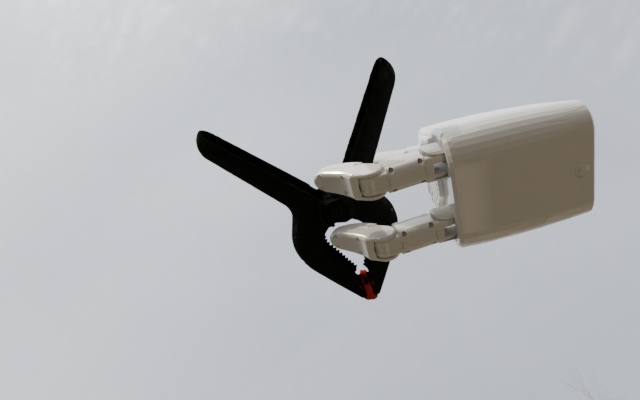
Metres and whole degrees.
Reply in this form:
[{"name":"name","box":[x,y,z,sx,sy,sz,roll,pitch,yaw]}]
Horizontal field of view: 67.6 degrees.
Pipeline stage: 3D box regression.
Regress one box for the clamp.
[{"name":"clamp","box":[0.000,0.001,0.411,0.164,0.210,0.036,-14,26,3]}]
